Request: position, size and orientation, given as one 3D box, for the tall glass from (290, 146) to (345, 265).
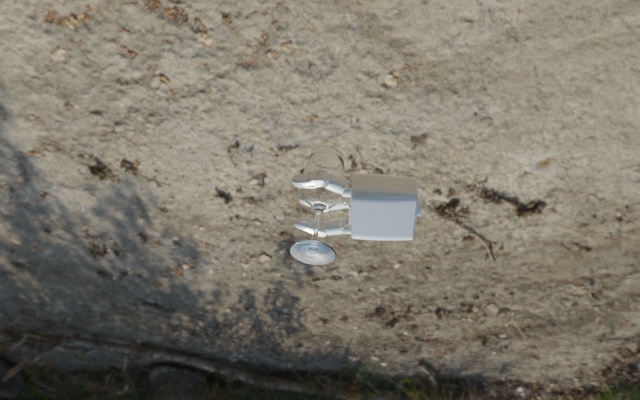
[{"bbox_3d":[0.000,0.003,0.805,0.079,0.201,0.079,5,-35,4],"label":"tall glass"}]
